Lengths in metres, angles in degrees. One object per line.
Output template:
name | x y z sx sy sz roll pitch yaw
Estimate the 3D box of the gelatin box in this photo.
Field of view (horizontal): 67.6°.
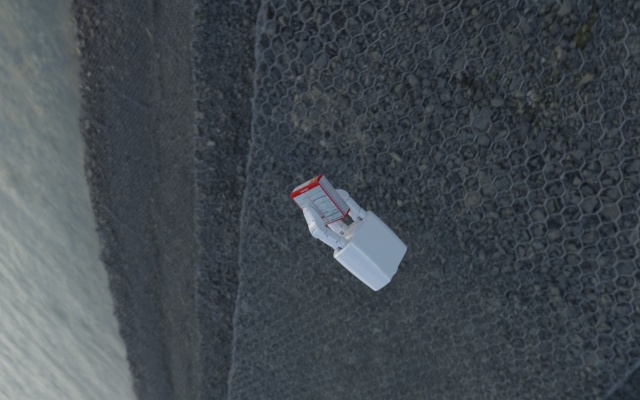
gelatin box | 0.000 0.003 0.878 0.073 0.089 0.030 -25 23 39
